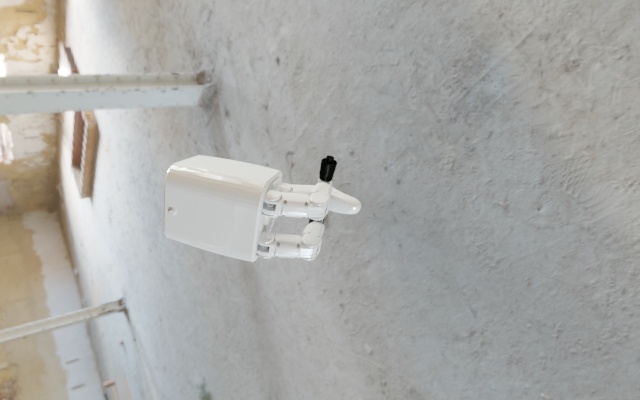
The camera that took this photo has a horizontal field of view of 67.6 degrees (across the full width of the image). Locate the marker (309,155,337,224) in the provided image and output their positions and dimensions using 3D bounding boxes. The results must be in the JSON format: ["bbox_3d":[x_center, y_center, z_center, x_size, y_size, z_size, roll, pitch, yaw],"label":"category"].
[{"bbox_3d":[0.000,0.002,0.573,0.020,0.121,0.020,9,30,-5],"label":"marker"}]
